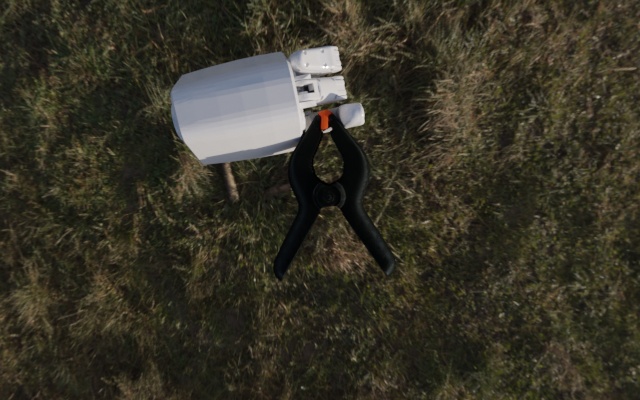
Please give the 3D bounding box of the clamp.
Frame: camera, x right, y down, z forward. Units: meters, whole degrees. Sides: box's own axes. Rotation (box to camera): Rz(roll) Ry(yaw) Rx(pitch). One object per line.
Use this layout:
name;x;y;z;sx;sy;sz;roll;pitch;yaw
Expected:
clamp;0.000;0.001;0.466;0.120;0.171;0.039;-12;4;-1
